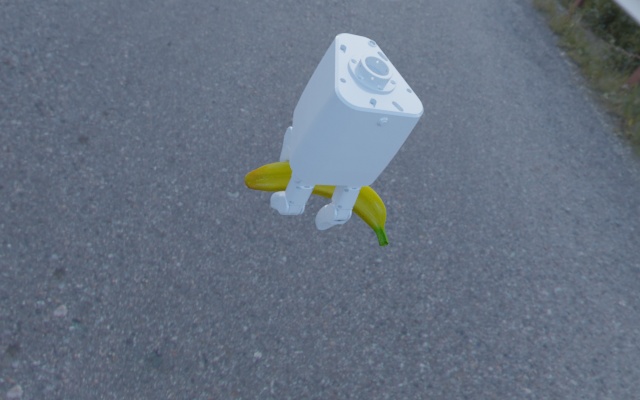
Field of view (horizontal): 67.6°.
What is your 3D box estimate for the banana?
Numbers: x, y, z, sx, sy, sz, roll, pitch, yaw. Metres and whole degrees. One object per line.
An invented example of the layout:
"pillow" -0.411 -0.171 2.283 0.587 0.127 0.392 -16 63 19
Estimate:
"banana" 0.006 -0.011 0.590 0.198 0.069 0.037 23 -39 -13
